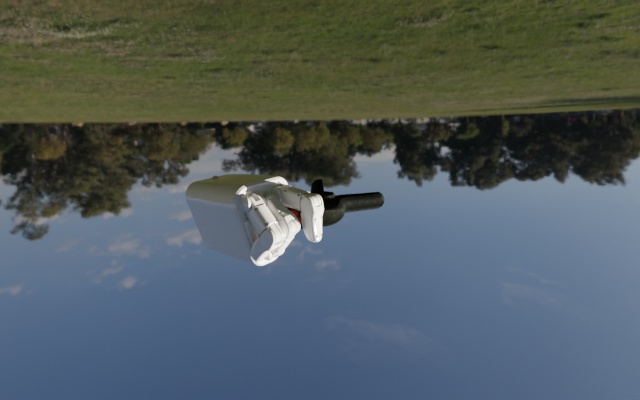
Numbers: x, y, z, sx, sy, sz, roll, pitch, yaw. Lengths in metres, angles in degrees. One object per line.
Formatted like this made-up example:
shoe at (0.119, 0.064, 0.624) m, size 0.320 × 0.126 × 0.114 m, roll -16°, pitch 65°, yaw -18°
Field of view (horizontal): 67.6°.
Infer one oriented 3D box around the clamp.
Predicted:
clamp at (0.000, 0.003, 0.682) m, size 0.120 × 0.039 × 0.171 m, roll 11°, pitch 16°, yaw 37°
